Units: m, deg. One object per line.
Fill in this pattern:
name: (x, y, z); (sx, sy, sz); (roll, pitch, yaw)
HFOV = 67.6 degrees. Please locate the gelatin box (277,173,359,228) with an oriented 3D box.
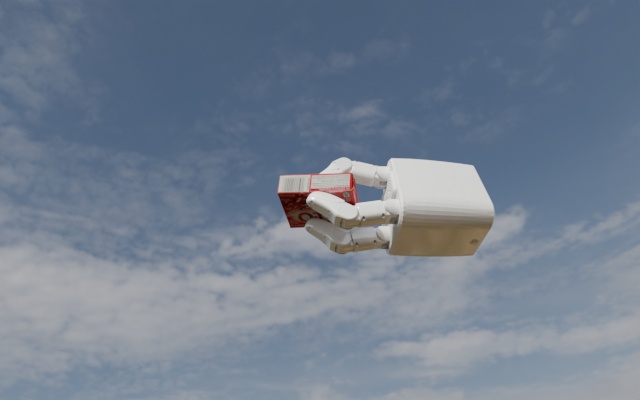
gelatin box: (0.000, 0.001, 0.569); (0.089, 0.030, 0.073); (-1, -36, 10)
